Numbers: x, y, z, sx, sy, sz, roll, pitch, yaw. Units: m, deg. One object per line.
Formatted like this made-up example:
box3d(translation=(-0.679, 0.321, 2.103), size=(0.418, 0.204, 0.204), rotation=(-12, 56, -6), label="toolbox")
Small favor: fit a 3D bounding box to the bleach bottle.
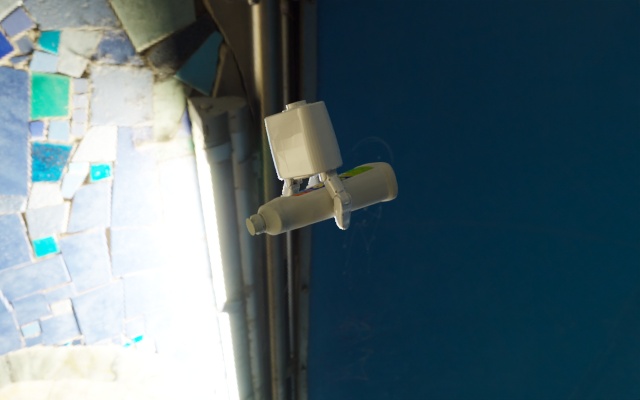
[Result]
box3d(translation=(0.000, 0.003, 0.783), size=(0.251, 0.068, 0.102), rotation=(-20, 11, -28), label="bleach bottle")
